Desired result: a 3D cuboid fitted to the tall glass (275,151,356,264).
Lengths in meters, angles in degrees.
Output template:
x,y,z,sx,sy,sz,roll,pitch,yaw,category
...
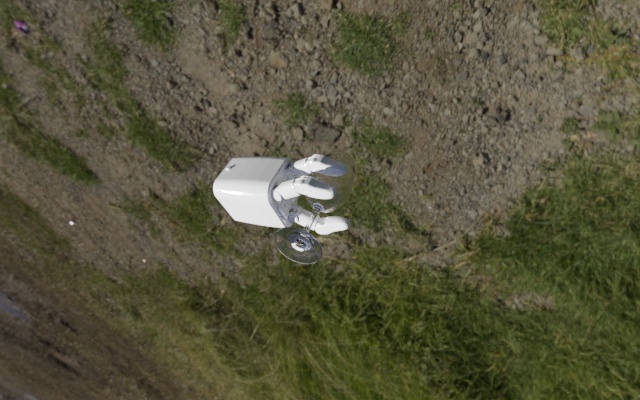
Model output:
x,y,z,sx,sy,sz,roll,pitch,yaw,category
0.000,0.003,0.757,0.079,0.079,0.201,0,40,26,tall glass
